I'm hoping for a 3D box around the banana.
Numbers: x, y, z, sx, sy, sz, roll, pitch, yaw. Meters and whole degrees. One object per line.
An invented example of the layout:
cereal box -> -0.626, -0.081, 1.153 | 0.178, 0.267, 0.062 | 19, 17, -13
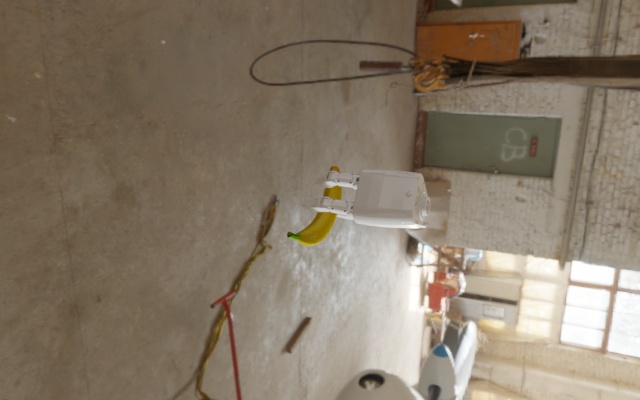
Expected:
banana -> 0.005, 0.019, 0.895 | 0.037, 0.070, 0.197 | 1, 42, 32
